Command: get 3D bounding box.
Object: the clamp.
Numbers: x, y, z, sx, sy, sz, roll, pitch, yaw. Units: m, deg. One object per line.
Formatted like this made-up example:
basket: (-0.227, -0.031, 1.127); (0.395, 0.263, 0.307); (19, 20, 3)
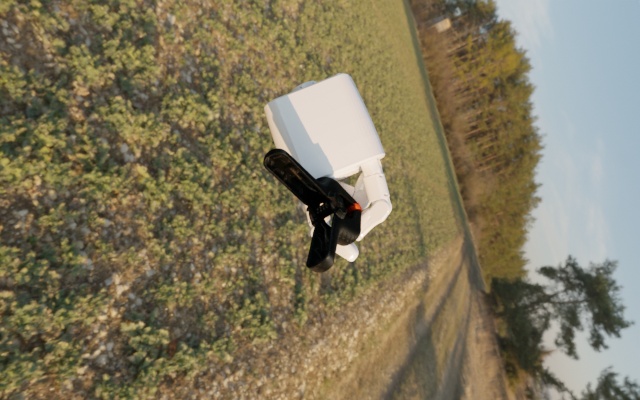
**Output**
clamp: (0.001, 0.001, 0.491); (0.039, 0.120, 0.171); (-22, -1, 17)
